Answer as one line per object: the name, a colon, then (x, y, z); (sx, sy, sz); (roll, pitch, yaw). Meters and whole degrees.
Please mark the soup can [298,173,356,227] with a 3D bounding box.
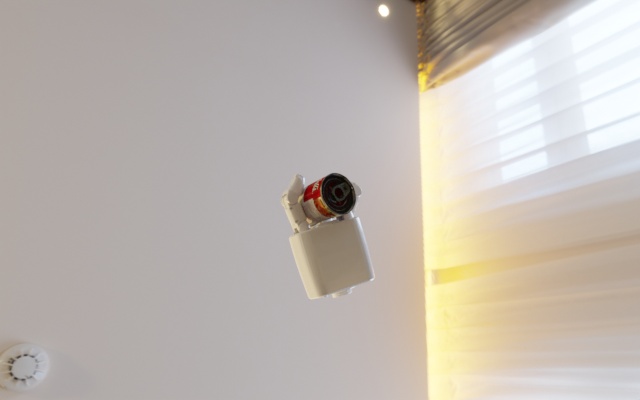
soup can: (0.000, 0.002, 0.777); (0.068, 0.068, 0.102); (0, -15, -36)
